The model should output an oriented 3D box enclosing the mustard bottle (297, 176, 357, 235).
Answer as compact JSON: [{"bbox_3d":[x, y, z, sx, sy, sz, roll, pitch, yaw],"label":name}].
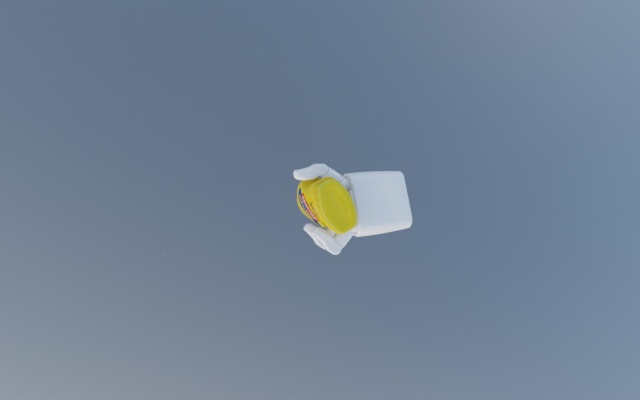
[{"bbox_3d":[0.000,0.003,0.861,0.058,0.096,0.191,-31,13,-13],"label":"mustard bottle"}]
